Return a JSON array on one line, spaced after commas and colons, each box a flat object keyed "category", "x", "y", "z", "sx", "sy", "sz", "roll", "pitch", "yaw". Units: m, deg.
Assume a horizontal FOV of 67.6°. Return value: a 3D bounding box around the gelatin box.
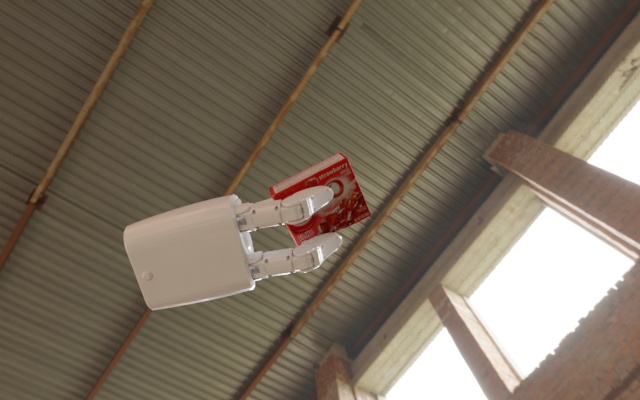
[{"category": "gelatin box", "x": 0.000, "y": 0.001, "z": 0.512, "sx": 0.089, "sy": 0.073, "sz": 0.030, "roll": -27, "pitch": 23, "yaw": -4}]
